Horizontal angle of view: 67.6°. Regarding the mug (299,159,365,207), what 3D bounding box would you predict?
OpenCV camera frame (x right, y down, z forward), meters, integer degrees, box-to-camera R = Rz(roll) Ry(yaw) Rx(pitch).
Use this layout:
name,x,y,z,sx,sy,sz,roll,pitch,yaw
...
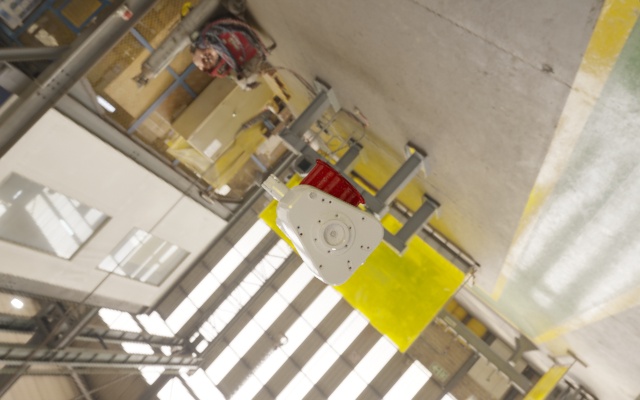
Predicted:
name,x,y,z,sx,sy,sz,roll,pitch,yaw
mug,0.000,0.002,0.682,0.093,0.081,0.117,43,-5,-7
